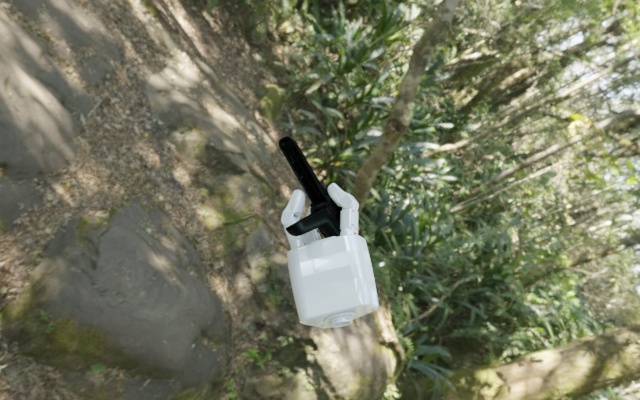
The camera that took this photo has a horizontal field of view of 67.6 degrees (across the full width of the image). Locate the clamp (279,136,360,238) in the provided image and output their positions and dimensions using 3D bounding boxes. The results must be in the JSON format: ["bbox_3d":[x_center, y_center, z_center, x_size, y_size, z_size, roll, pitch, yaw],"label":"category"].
[{"bbox_3d":[0.001,0.003,0.743,0.036,0.164,0.210,-22,-28,23],"label":"clamp"}]
